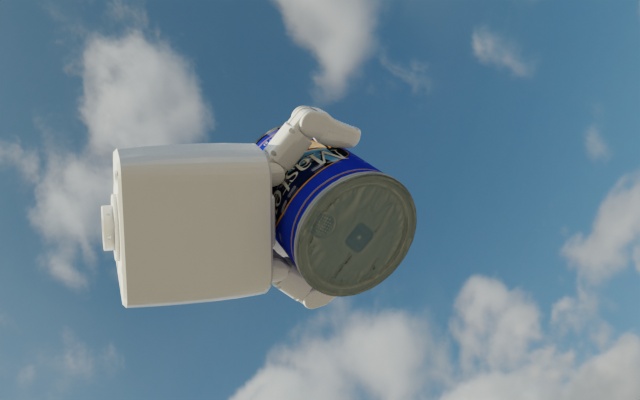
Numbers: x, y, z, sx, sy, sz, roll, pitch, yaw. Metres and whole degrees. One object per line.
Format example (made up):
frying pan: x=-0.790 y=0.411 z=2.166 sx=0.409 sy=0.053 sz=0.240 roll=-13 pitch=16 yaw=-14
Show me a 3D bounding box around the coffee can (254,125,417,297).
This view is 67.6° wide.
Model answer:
coffee can: x=0.000 y=0.001 z=0.412 sx=0.103 sy=0.103 sz=0.140 roll=0 pitch=23 yaw=-27
